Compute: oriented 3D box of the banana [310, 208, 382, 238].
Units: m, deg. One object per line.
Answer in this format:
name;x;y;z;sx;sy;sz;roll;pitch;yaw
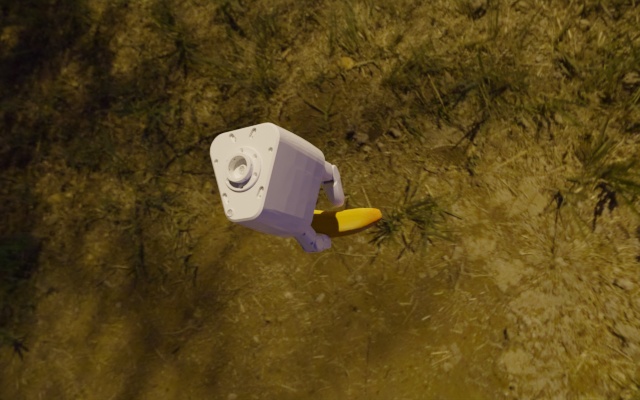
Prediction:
banana;-0.010;0.018;0.686;0.198;0.069;0.037;19;-7;31
